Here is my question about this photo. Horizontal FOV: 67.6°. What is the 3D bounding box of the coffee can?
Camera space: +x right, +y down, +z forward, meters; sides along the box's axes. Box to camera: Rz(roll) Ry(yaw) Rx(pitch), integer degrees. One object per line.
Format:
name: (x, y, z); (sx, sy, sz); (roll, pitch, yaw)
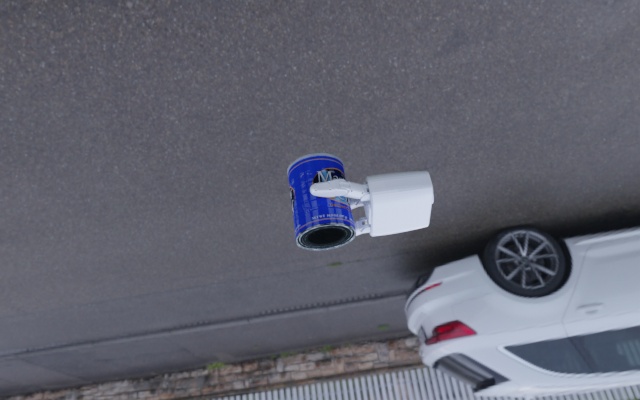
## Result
coffee can: (0.000, 0.003, 0.831); (0.103, 0.140, 0.103); (-7, -28, -4)
